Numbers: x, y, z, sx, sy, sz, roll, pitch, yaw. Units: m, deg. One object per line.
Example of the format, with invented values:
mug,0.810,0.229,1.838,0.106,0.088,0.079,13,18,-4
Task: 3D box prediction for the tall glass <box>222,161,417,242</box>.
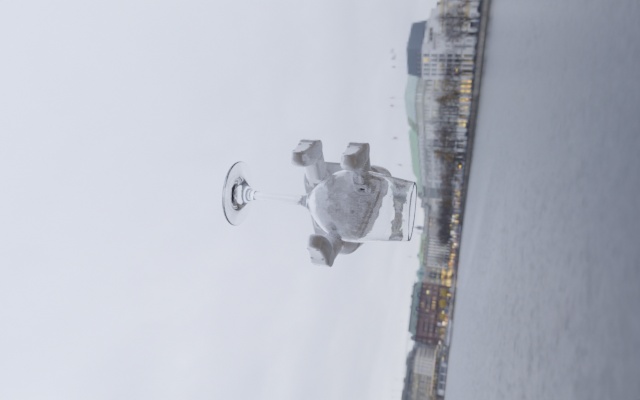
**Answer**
tall glass,-0.001,0.002,0.519,0.201,0.079,0.079,6,2,17
